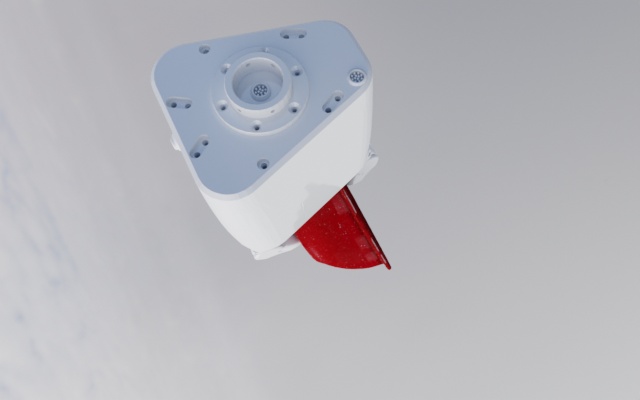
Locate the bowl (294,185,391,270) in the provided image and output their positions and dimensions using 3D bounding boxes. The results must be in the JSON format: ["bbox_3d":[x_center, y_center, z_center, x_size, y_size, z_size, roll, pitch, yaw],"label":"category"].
[{"bbox_3d":[0.000,0.002,0.424,0.055,0.162,0.162,-30,-3,5],"label":"bowl"}]
